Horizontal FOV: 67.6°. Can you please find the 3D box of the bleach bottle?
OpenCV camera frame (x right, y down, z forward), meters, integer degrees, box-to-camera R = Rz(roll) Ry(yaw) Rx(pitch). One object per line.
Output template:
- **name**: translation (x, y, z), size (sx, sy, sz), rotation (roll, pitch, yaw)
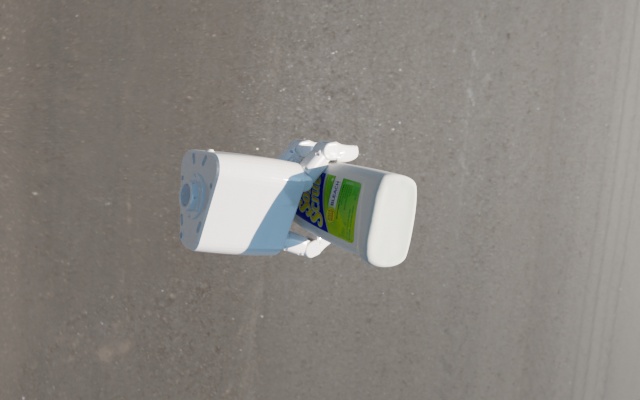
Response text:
- **bleach bottle**: translation (0.000, 0.002, 0.590), size (0.068, 0.102, 0.251), rotation (7, 4, -39)
